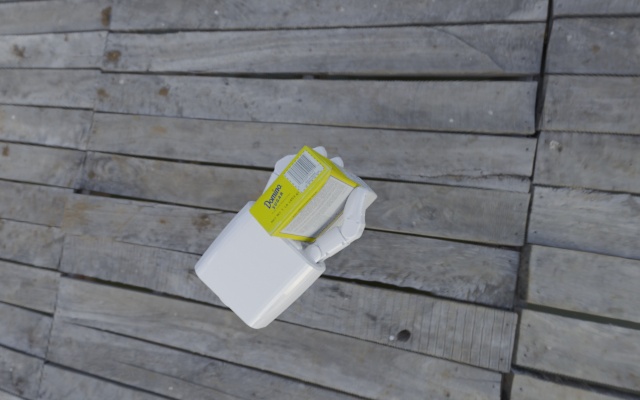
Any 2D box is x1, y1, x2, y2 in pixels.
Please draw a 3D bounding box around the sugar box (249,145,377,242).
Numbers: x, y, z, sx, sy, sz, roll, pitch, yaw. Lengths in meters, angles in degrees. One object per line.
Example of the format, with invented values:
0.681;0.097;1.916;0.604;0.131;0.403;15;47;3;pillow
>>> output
0.000;0.002;0.552;0.048;0.093;0.176;46;9;19;sugar box
